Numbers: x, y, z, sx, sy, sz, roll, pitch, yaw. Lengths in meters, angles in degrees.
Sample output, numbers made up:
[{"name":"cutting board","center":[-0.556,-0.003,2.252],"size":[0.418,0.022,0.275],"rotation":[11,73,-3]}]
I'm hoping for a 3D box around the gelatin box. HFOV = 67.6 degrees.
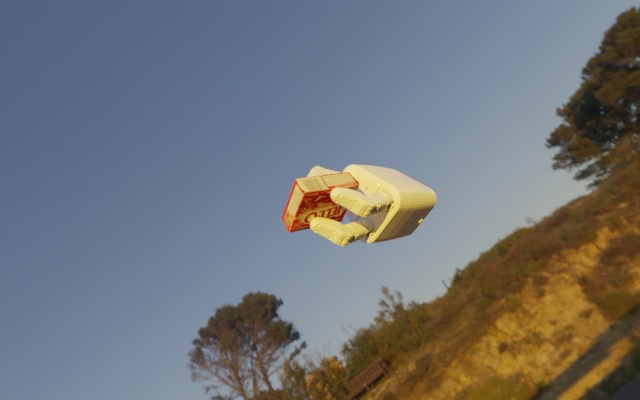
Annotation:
[{"name":"gelatin box","center":[0.000,0.002,0.631],"size":[0.089,0.073,0.030],"rotation":[-9,49,-34]}]
